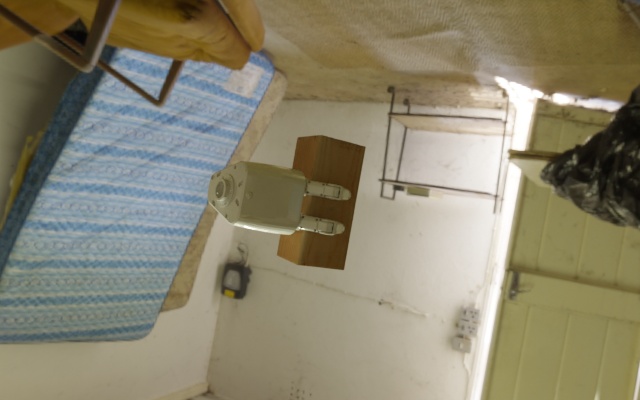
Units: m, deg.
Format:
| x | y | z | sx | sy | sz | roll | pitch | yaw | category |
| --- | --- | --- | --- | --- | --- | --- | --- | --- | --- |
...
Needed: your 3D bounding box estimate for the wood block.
| x | y | z | sx | sy | sz | roll | pitch | yaw | category |
| --- | --- | --- | --- | --- | --- | --- | --- | --- | --- |
| 0.000 | 0.003 | 0.800 | 0.090 | 0.206 | 0.091 | 10 | 0 | -28 | wood block |
